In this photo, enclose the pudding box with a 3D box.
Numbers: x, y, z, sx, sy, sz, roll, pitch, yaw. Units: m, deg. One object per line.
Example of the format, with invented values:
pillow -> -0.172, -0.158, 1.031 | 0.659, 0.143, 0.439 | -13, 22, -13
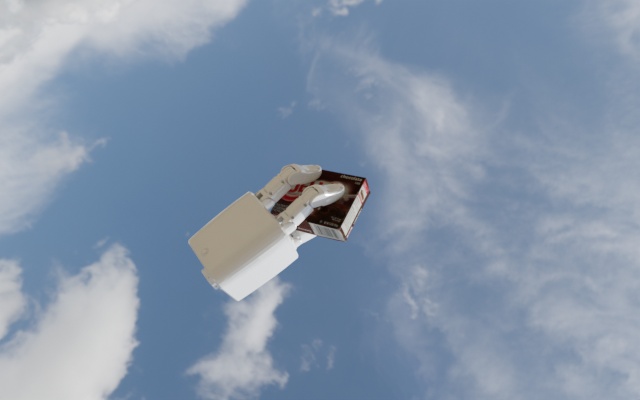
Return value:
pudding box -> 0.000, 0.002, 0.662 | 0.113, 0.090, 0.039 | 14, -31, 27
